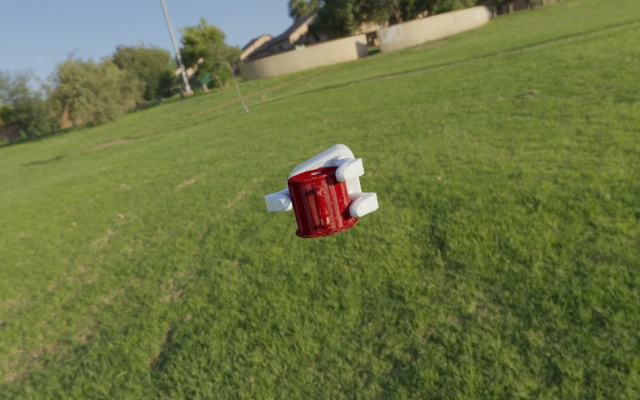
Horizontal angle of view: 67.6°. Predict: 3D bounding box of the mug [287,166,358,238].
[{"bbox_3d":[0.000,0.002,0.669,0.093,0.081,0.117,-13,13,3],"label":"mug"}]
